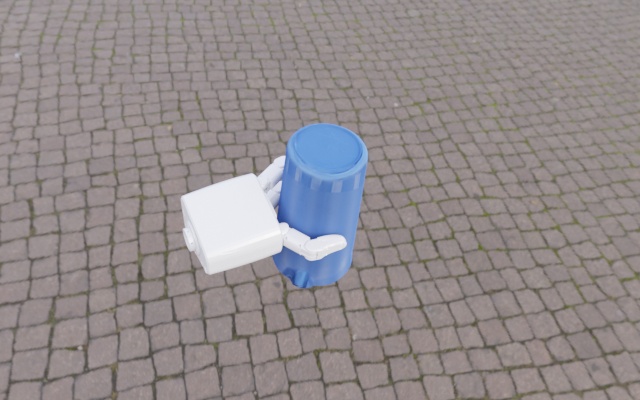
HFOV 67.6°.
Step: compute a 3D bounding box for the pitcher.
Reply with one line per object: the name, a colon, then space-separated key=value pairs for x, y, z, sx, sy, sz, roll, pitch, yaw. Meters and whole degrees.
pitcher: x=0.000 y=0.002 z=0.713 sx=0.145 sy=0.149 sz=0.243 roll=-18 pitch=-37 yaw=-23
